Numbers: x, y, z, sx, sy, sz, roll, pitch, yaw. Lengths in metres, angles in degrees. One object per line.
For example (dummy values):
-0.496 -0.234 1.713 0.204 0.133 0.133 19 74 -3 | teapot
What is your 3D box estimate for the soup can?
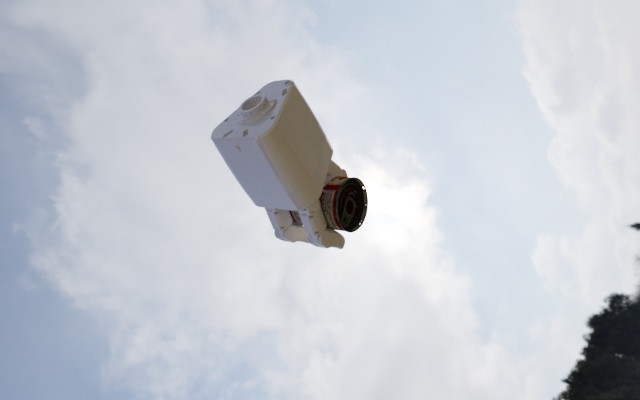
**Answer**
0.000 0.002 0.610 0.102 0.068 0.068 5 3 38 | soup can
